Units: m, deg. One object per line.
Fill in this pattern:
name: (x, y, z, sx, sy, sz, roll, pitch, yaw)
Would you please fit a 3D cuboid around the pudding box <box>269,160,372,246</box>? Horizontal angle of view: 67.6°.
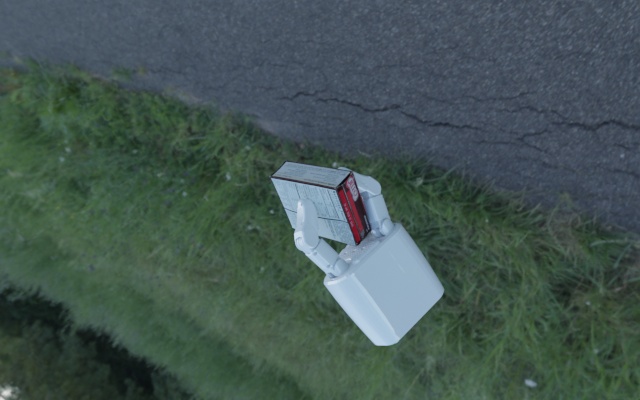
pudding box: (0.000, 0.002, 0.584, 0.113, 0.090, 0.039, 11, 44, 39)
